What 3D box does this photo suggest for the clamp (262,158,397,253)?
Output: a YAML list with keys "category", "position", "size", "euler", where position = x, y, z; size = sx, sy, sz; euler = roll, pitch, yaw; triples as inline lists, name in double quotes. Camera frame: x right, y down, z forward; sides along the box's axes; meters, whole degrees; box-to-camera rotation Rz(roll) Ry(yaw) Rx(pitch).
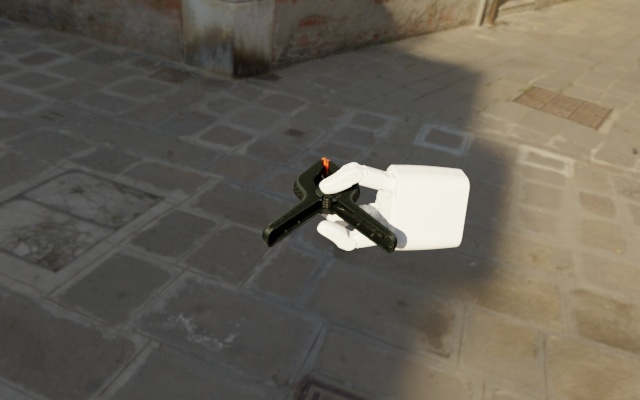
- category: "clamp"
  position: [0.000, 0.001, 0.652]
  size: [0.164, 0.036, 0.209]
  euler: [0, 33, -10]
